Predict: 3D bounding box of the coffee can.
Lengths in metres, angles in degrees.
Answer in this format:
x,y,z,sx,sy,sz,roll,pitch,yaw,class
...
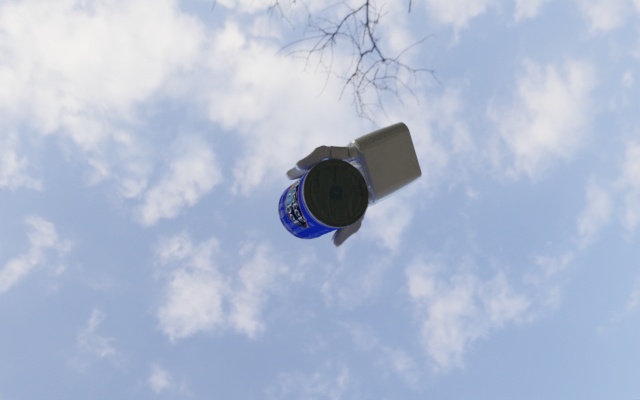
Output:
x,y,z,sx,sy,sz,roll,pitch,yaw,class
0.000,0.003,0.756,0.103,0.102,0.140,0,-12,-21,coffee can
